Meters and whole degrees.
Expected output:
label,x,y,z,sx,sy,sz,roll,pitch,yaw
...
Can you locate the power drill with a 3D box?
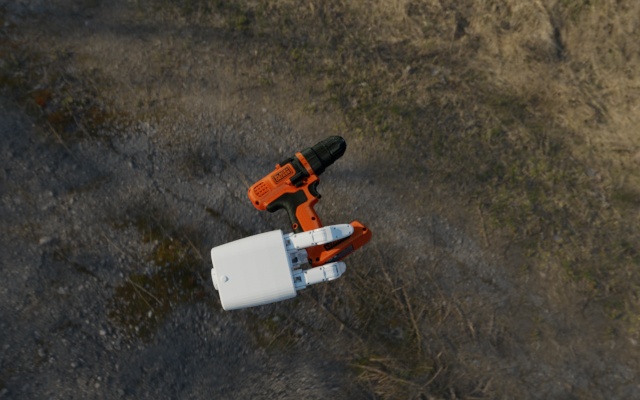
label,x,y,z,sx,sy,sz,roll,pitch,yaw
power drill,0.000,0.003,0.765,0.184,0.187,0.057,-35,-24,-2
